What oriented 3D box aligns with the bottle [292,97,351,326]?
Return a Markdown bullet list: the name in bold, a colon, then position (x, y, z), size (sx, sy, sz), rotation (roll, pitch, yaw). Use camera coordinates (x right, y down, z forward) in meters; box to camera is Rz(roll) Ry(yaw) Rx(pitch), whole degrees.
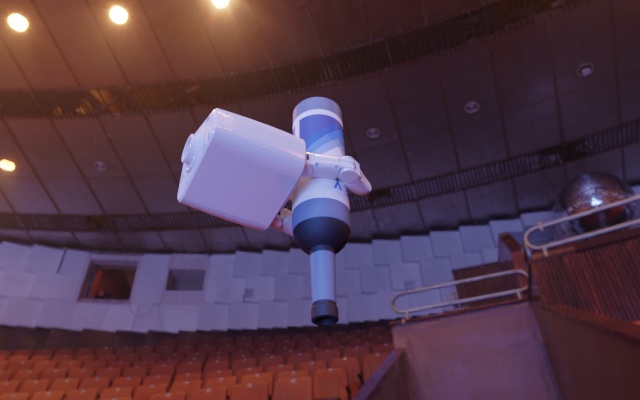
- **bottle**: position (0.000, 0.002, 0.561), size (0.069, 0.295, 0.069), rotation (-1, -37, -1)
